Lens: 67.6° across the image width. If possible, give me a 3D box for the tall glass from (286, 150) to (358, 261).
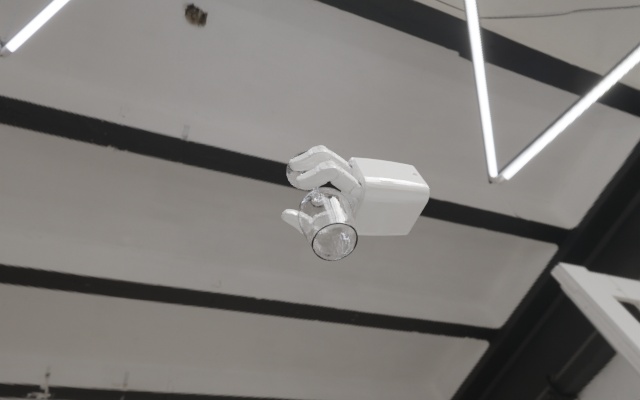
[{"bbox_3d":[0.000,0.002,0.702,0.079,0.079,0.201,0,32,-13],"label":"tall glass"}]
